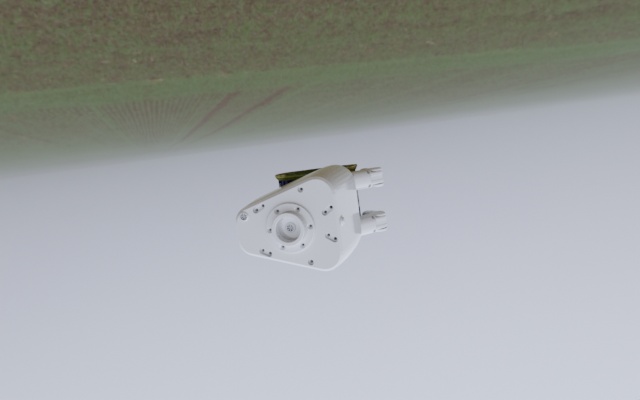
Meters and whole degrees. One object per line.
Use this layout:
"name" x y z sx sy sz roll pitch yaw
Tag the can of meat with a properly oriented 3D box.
"can of meat" 0.000 0.002 0.603 0.102 0.084 0.057 -7 7 11
